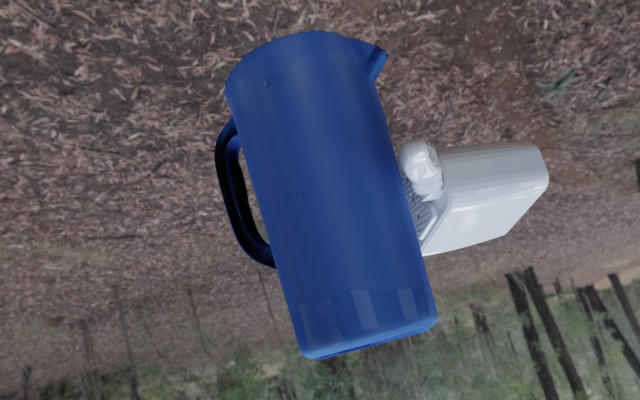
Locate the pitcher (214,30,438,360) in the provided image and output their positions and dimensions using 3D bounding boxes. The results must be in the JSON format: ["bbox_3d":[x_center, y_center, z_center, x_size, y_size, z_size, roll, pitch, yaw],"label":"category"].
[{"bbox_3d":[0.000,0.001,0.400,0.145,0.242,0.149,-9,-18,-18],"label":"pitcher"}]
